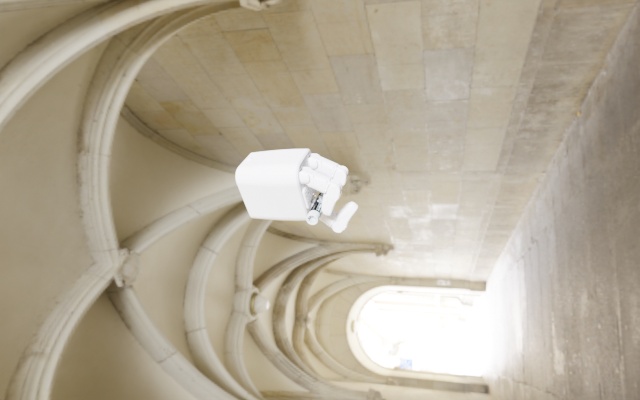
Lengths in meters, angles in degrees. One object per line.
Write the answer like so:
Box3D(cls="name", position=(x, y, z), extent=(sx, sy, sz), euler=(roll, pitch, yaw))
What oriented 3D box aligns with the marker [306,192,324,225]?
Box3D(cls="marker", position=(0.000, 0.003, 0.779), extent=(0.020, 0.020, 0.121), euler=(0, 27, 14))
